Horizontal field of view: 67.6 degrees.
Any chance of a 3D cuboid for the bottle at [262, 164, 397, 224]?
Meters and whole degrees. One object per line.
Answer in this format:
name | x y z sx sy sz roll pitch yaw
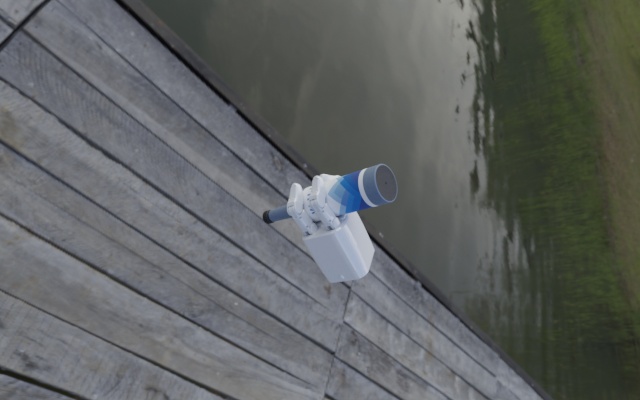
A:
bottle | 0.000 0.003 0.884 0.296 0.069 0.069 -16 -11 39
